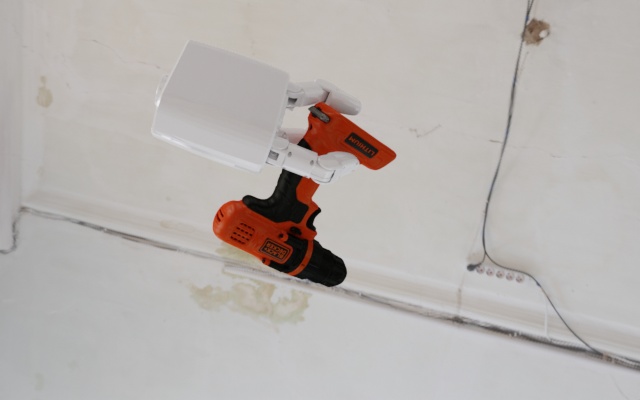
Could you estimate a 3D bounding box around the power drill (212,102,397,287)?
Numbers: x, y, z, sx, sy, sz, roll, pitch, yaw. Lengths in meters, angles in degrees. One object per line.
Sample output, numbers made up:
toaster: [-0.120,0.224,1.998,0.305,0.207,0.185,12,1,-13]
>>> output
power drill: [0.000,0.001,0.537,0.184,0.187,0.057,30,9,-34]
